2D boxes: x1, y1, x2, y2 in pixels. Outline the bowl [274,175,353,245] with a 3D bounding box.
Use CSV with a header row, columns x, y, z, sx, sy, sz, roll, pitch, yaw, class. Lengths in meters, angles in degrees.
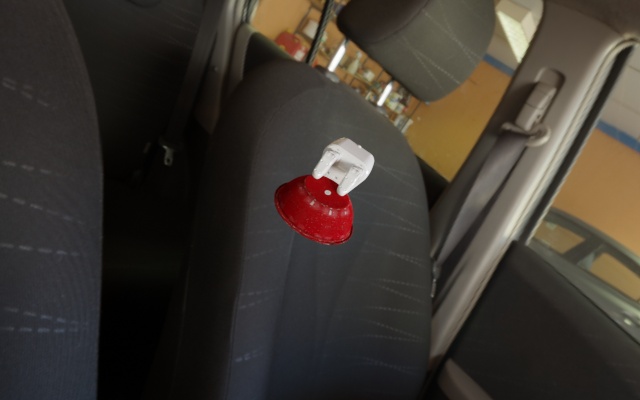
x,y,z,sx,sy,sz,roll,pitch,yaw,class
0.000,0.003,0.862,0.162,0.055,0.162,22,34,-16,bowl
